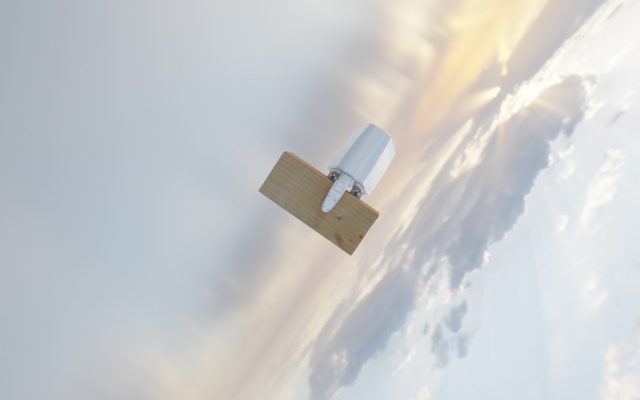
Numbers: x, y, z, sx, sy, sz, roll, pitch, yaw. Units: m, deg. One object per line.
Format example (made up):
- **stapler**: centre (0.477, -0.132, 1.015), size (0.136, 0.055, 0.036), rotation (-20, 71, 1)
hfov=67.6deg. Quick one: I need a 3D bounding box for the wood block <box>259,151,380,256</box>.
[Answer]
- **wood block**: centre (0.000, 0.003, 0.895), size (0.206, 0.090, 0.091), rotation (35, 7, 5)
